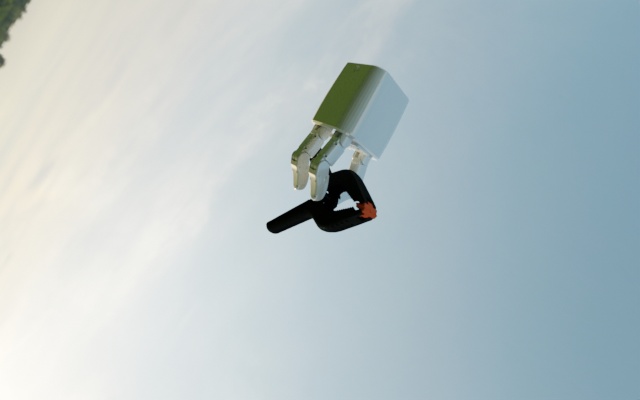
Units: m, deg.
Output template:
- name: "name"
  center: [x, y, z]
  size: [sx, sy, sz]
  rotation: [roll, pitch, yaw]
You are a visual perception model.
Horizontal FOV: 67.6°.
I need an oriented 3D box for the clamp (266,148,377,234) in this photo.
- name: "clamp"
  center: [0.001, 0.003, 0.705]
  size: [0.036, 0.164, 0.210]
  rotation: [28, 1, -37]
